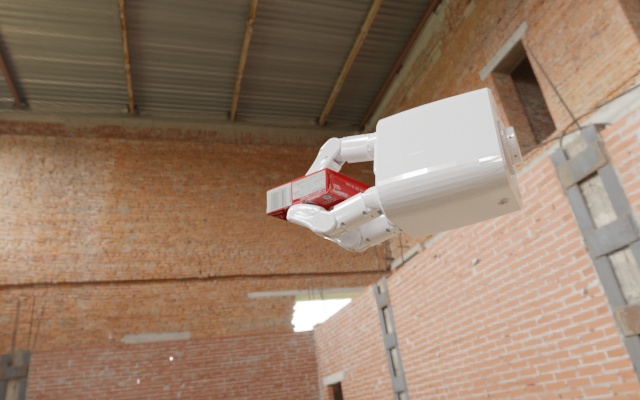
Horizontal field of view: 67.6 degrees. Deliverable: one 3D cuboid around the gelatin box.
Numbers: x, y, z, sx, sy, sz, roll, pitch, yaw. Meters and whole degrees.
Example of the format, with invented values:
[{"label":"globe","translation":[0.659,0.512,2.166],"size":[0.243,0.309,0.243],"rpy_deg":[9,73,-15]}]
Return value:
[{"label":"gelatin box","translation":[0.000,0.001,0.492],"size":[0.089,0.030,0.073],"rpy_deg":[-19,-28,39]}]
